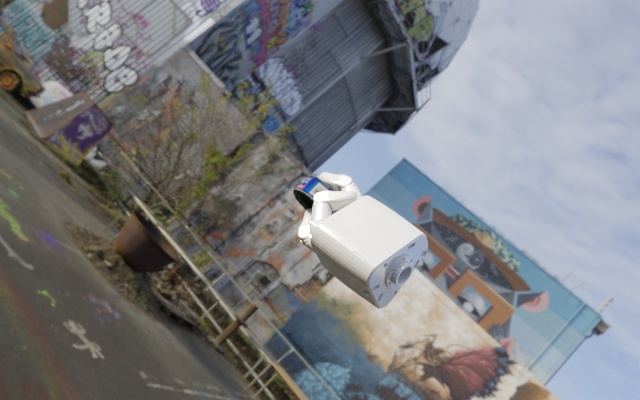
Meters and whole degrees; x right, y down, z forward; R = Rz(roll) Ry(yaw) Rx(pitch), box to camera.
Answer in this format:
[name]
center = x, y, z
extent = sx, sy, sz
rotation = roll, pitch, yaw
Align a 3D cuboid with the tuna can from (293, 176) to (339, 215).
[tuna can]
center = 0.000, 0.002, 0.734
extent = 0.086, 0.033, 0.086
rotation = 40, -15, 13
